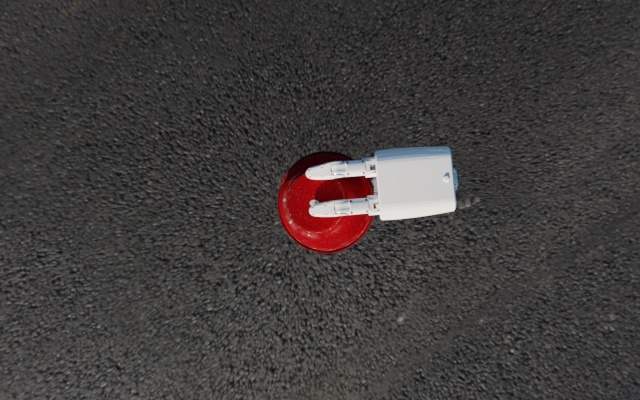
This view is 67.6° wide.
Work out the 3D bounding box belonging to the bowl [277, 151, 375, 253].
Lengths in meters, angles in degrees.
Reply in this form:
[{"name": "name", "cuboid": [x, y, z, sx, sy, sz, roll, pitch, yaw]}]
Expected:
[{"name": "bowl", "cuboid": [-0.001, 0.003, 0.729, 0.162, 0.162, 0.055, 0, 0, 17]}]
